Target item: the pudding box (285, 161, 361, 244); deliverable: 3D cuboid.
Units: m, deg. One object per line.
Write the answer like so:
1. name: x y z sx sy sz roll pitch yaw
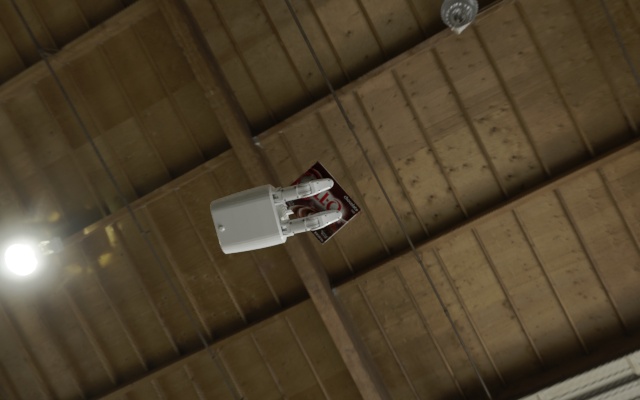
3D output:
1. pudding box: 0.000 0.003 0.815 0.090 0.113 0.039 -42 4 6
